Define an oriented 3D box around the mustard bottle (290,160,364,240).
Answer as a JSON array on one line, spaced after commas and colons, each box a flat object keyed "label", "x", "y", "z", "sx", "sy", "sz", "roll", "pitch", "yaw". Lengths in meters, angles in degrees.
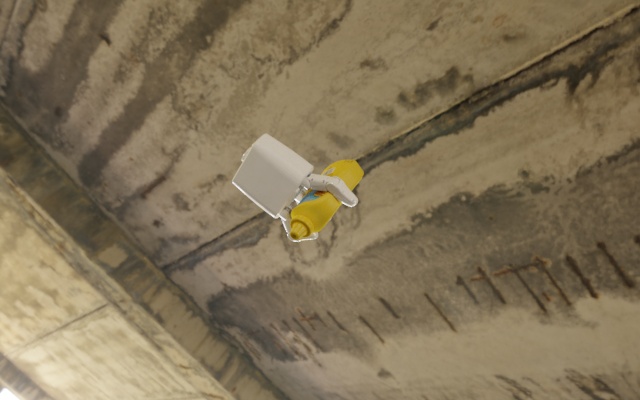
[{"label": "mustard bottle", "x": 0.000, "y": 0.003, "z": 0.846, "sx": 0.096, "sy": 0.058, "sz": 0.191, "roll": -20, "pitch": 22, "yaw": 43}]
